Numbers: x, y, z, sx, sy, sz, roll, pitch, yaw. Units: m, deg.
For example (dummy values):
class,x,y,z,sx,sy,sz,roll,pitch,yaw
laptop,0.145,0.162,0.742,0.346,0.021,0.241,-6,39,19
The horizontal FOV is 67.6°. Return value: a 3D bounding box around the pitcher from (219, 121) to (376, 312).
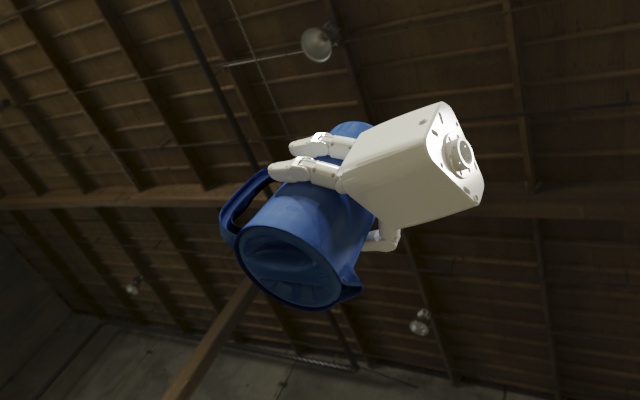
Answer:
class,x,y,z,sx,sy,sz,roll,pitch,yaw
pitcher,0.000,0.002,0.597,0.145,0.149,0.242,-19,27,42
